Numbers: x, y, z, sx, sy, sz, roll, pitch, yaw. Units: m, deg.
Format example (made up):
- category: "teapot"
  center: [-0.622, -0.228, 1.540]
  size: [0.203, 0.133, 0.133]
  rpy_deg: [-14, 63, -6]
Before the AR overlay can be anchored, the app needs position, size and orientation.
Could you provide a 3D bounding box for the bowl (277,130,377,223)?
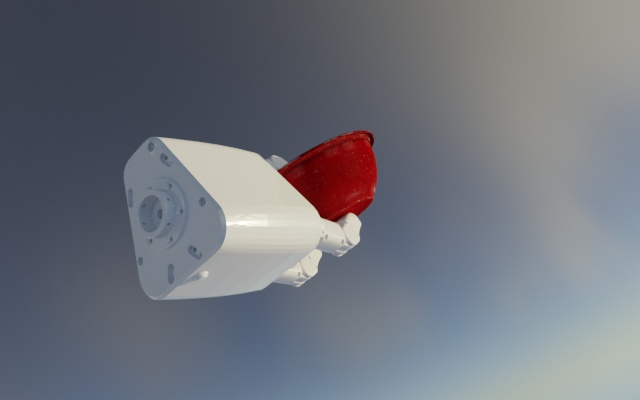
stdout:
- category: "bowl"
  center: [0.001, 0.002, 0.478]
  size: [0.162, 0.055, 0.162]
  rpy_deg: [-32, -12, -8]
